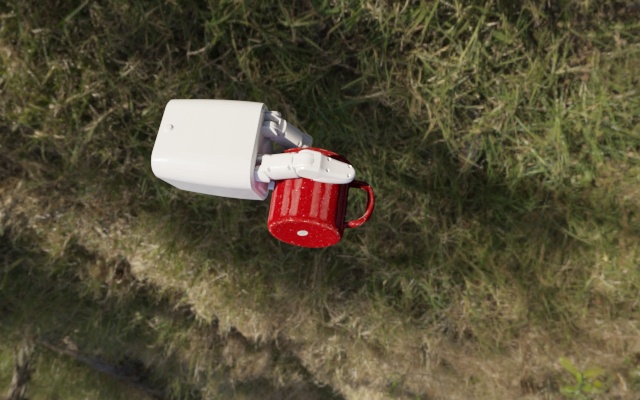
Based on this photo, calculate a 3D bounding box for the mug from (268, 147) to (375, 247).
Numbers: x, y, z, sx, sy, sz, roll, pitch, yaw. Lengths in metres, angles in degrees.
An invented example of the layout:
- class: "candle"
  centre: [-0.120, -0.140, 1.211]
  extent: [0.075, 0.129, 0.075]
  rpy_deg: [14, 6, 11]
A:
- class: "mug"
  centre: [0.001, 0.002, 0.519]
  extent: [0.117, 0.081, 0.093]
  rpy_deg: [5, -25, 5]
